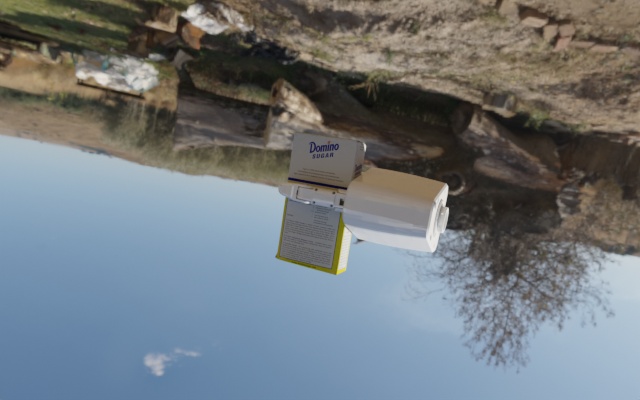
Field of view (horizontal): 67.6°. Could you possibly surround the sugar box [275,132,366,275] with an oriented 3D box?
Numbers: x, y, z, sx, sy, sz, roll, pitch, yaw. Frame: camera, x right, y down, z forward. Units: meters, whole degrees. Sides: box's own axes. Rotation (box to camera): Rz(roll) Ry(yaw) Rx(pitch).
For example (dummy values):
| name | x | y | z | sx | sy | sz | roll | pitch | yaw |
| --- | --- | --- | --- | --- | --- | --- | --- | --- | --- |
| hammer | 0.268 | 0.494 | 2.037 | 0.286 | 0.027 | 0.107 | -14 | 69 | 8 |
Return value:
| name | x | y | z | sx | sy | sz | roll | pitch | yaw |
| --- | --- | --- | --- | --- | --- | --- | --- | --- | --- |
| sugar box | 0.000 | 0.002 | 0.641 | 0.093 | 0.176 | 0.048 | 12 | 3 | 21 |
